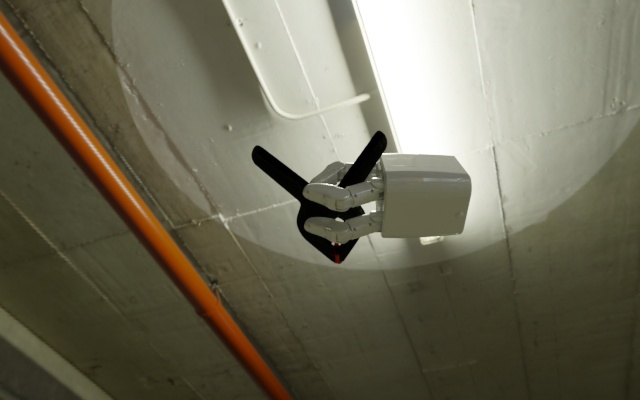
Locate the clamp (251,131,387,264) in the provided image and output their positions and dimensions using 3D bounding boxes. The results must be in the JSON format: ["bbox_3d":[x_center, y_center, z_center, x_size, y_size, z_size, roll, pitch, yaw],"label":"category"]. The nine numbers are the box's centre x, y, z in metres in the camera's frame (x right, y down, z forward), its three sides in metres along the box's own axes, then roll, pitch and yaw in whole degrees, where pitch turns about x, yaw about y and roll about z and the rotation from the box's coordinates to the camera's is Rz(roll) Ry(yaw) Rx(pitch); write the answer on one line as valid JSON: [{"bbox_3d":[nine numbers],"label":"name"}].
[{"bbox_3d":[0.000,0.002,0.631,0.164,0.210,0.036,0,39,3],"label":"clamp"}]
